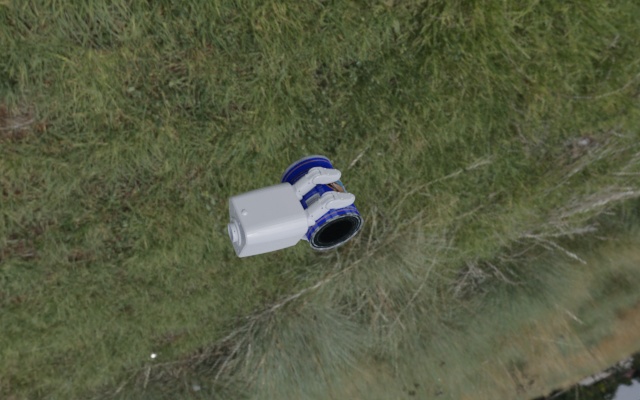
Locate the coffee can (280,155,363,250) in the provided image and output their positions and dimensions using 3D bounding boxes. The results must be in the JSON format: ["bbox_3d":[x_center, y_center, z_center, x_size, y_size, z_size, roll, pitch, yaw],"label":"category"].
[{"bbox_3d":[0.000,0.003,0.859,0.103,0.140,0.103,-20,-31,-13],"label":"coffee can"}]
